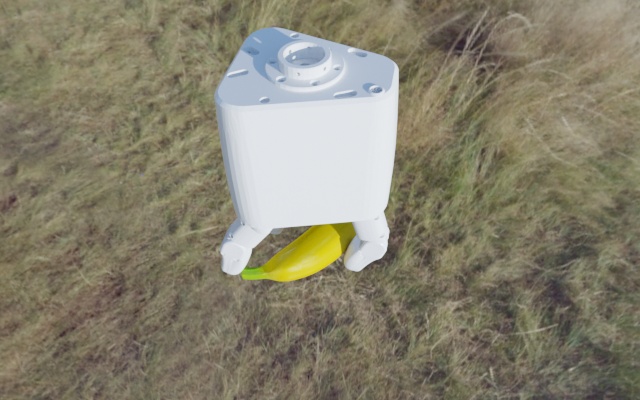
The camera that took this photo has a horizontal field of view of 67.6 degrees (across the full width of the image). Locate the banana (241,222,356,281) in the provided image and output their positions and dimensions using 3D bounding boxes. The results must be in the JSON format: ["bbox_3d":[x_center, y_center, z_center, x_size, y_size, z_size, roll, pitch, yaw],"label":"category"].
[{"bbox_3d":[0.013,0.011,0.451,0.069,0.037,0.197,27,55,26],"label":"banana"}]
